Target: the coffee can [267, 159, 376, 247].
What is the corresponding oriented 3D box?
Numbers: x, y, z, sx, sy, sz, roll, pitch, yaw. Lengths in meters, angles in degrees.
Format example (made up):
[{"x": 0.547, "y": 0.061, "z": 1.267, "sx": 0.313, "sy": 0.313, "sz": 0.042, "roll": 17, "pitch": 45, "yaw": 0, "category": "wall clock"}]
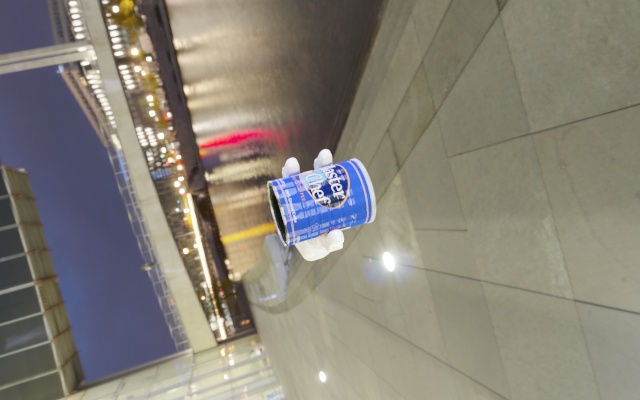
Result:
[{"x": 0.000, "y": 0.002, "z": 0.728, "sx": 0.140, "sy": 0.103, "sz": 0.103, "roll": -15, "pitch": 4, "yaw": -13, "category": "coffee can"}]
